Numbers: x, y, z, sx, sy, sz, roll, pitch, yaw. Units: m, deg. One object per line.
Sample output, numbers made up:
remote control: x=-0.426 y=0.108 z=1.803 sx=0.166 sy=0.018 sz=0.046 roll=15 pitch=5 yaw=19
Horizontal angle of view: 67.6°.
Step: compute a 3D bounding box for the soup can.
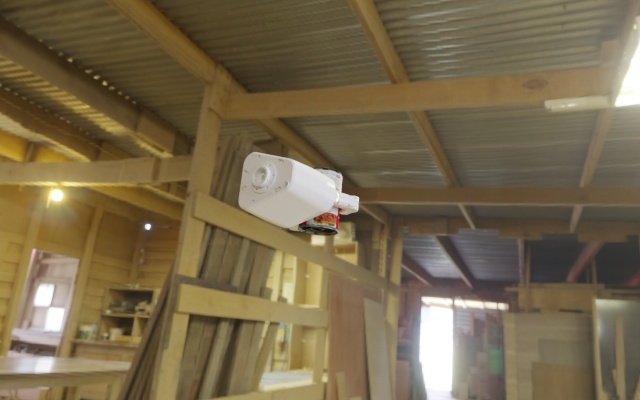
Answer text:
soup can: x=0.001 y=0.002 z=0.806 sx=0.068 sy=0.102 sz=0.068 roll=5 pitch=-16 yaw=1
